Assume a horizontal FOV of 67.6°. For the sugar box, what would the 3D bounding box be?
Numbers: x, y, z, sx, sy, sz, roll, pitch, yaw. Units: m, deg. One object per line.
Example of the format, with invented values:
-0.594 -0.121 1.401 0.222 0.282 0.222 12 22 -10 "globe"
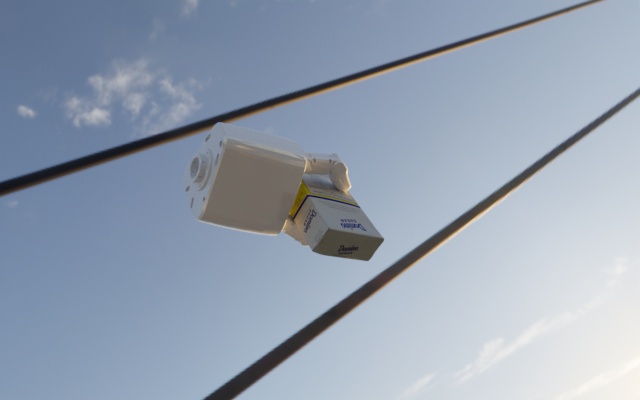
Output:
0.000 0.002 0.623 0.093 0.048 0.176 13 32 -37 "sugar box"
